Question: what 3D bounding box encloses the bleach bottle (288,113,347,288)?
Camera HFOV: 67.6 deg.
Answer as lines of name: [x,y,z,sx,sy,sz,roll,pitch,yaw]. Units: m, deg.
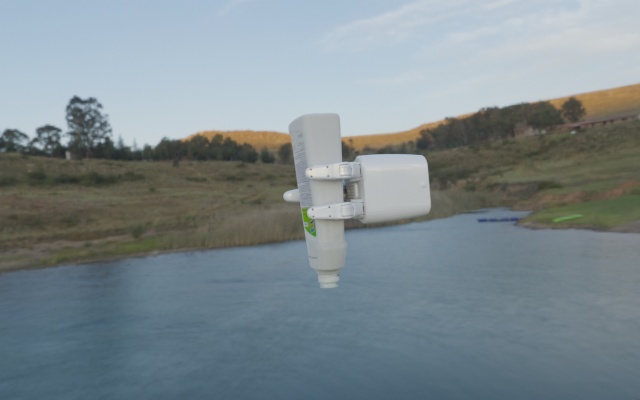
bleach bottle: [0.000,0.002,0.714,0.068,0.251,0.102,-5,0,-16]
